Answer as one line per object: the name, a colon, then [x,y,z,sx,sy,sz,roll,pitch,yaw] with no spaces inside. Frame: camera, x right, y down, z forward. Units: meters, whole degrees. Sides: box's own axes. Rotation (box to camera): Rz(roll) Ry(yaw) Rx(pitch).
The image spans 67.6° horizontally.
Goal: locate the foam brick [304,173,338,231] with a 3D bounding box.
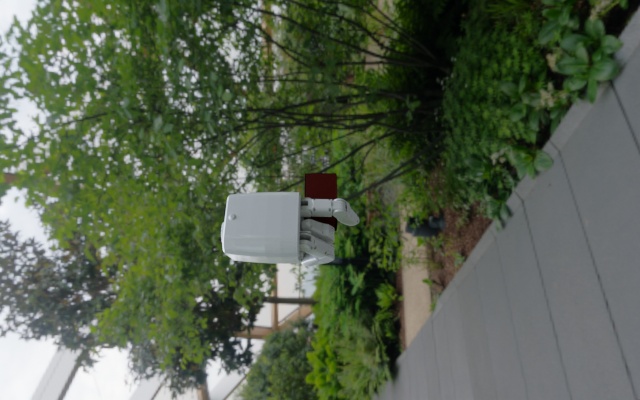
foam brick: [0.000,0.002,0.741,0.051,0.078,0.053,0,-31,0]
